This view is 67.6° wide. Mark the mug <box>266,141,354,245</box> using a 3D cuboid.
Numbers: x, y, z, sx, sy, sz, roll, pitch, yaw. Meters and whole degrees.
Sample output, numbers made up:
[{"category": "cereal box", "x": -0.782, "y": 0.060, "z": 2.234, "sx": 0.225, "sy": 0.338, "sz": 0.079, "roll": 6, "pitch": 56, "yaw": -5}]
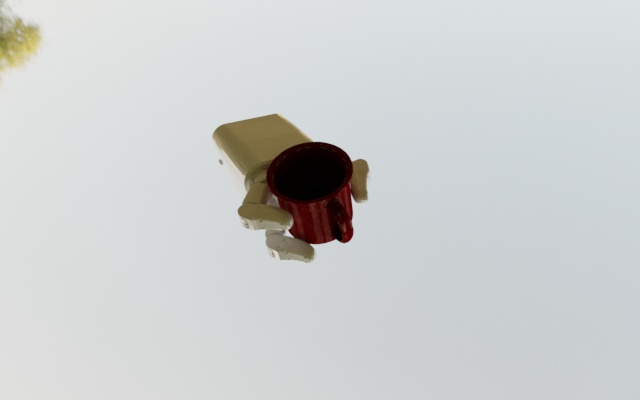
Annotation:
[{"category": "mug", "x": 0.001, "y": 0.003, "z": 0.526, "sx": 0.093, "sy": 0.082, "sz": 0.117, "roll": -31, "pitch": 51, "yaw": -17}]
